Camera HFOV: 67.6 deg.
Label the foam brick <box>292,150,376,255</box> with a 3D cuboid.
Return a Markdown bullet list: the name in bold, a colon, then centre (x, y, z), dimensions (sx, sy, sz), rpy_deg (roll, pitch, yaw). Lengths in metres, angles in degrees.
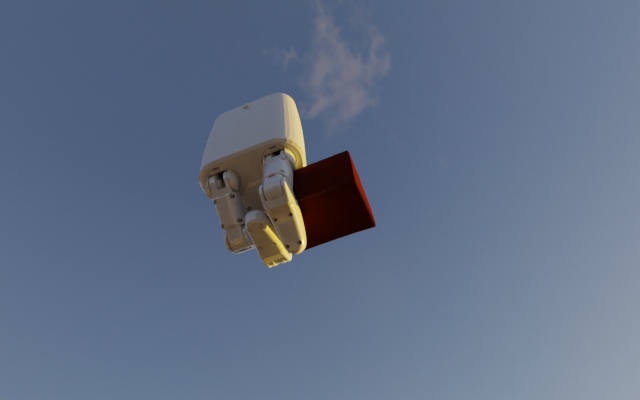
- **foam brick**: centre (0.000, 0.001, 0.411), dimensions (0.078, 0.053, 0.051), rpy_deg (-19, 33, 9)
